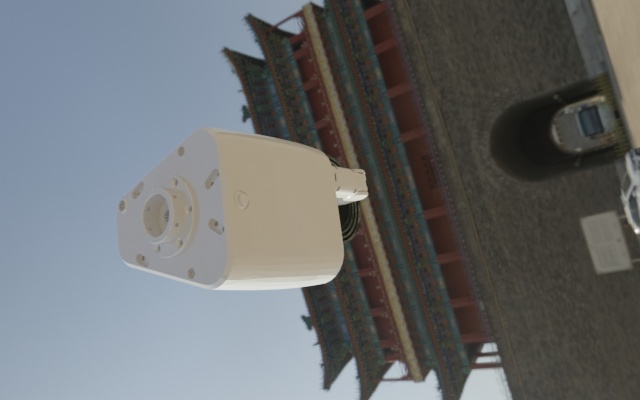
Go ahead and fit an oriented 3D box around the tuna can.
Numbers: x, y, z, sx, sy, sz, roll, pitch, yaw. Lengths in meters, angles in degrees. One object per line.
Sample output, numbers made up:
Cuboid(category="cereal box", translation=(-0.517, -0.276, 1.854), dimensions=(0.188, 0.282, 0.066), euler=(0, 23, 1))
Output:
Cuboid(category="tuna can", translation=(0.000, 0.002, 0.449), dimensions=(0.034, 0.086, 0.086), euler=(-19, -11, 36))
